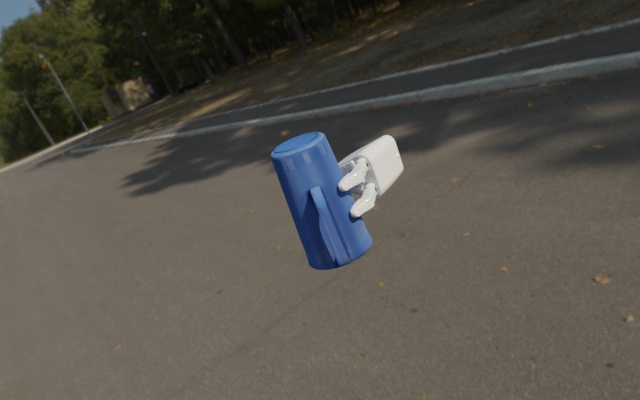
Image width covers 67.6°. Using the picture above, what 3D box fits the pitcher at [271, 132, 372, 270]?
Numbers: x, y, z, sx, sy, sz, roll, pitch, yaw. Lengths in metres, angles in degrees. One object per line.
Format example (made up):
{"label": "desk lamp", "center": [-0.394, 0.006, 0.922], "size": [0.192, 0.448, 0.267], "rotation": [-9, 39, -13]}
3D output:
{"label": "pitcher", "center": [0.000, 0.003, 0.896], "size": [0.149, 0.243, 0.145], "rotation": [-3, 27, 44]}
